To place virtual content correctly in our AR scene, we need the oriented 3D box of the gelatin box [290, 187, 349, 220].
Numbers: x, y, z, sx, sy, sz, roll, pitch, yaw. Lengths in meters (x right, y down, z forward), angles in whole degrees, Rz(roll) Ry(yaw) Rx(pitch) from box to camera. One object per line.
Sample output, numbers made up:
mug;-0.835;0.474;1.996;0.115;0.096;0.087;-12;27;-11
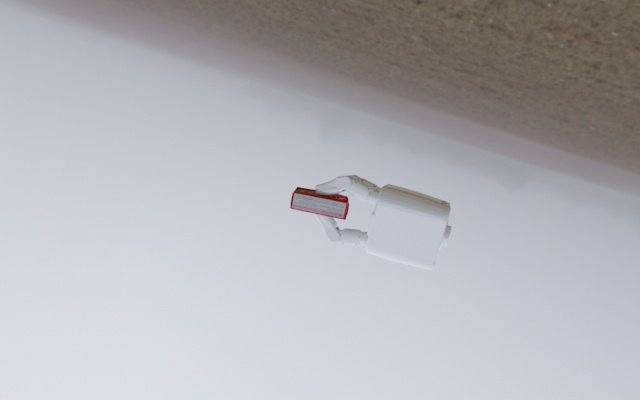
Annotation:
gelatin box;0.000;0.003;0.755;0.089;0.030;0.073;11;9;1
